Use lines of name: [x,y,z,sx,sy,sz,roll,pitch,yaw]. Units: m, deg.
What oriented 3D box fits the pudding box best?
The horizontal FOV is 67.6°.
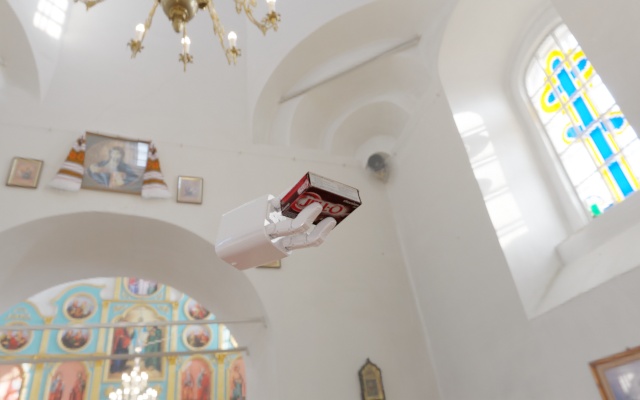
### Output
pudding box: [0.000,0.003,0.826,0.113,0.039,0.090,16,-42,-33]
